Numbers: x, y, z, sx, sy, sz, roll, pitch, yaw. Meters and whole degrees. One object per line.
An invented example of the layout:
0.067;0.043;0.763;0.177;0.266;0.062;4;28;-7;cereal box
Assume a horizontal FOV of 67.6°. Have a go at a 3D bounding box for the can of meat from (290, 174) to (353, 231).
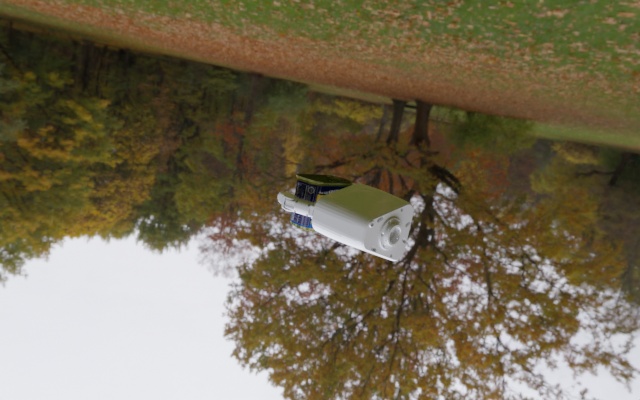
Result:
0.000;0.003;0.803;0.057;0.084;0.102;20;14;40;can of meat
